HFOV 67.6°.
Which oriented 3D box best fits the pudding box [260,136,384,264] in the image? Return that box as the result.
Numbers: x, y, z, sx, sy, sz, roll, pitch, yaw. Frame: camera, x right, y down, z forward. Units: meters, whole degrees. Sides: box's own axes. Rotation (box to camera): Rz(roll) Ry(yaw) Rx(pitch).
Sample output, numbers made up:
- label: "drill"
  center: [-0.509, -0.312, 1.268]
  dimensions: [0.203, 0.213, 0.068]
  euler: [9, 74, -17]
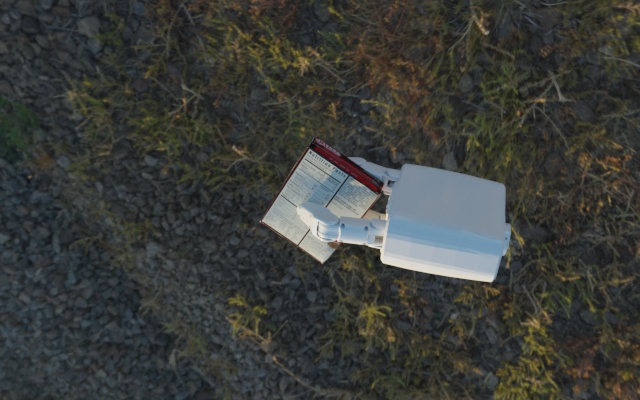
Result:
- label: "pudding box"
  center: [0.000, 0.002, 0.515]
  dimensions: [0.090, 0.113, 0.039]
  euler: [35, 27, -2]
